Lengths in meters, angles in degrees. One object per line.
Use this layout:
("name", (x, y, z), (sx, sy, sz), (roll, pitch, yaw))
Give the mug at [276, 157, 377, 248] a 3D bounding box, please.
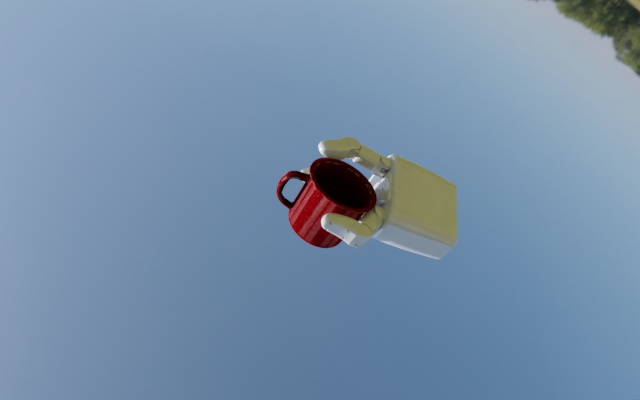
("mug", (-0.001, 0.002, 0.600), (0.117, 0.081, 0.093), (22, 37, -17))
